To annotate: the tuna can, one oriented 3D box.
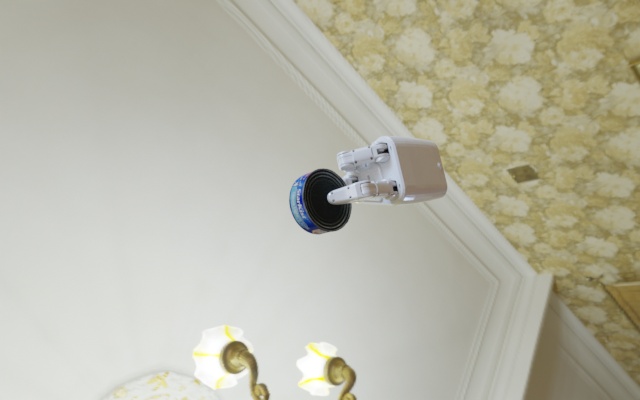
[{"bbox_3d":[0.000,0.002,0.643,0.086,0.086,0.034,0,-12,-42],"label":"tuna can"}]
